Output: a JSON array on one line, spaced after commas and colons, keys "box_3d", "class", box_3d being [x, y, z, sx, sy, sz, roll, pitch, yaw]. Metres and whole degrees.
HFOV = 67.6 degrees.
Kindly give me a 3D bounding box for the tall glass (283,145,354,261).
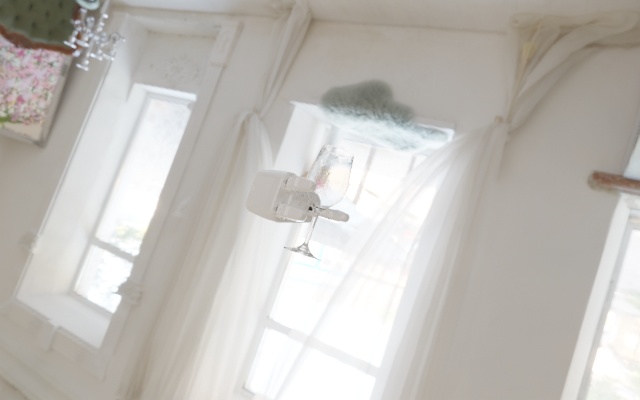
[{"box_3d": [0.000, 0.004, 0.865, 0.079, 0.201, 0.079, 19, -5, 2], "class": "tall glass"}]
